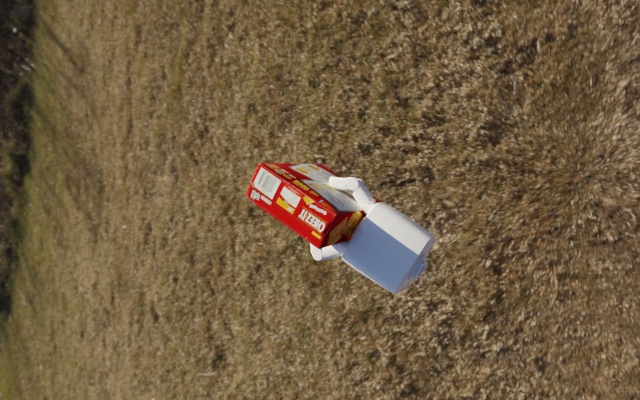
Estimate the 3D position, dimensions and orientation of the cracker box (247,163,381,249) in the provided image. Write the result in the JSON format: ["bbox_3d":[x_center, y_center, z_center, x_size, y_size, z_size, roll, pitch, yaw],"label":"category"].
[{"bbox_3d":[0.000,0.003,0.831,0.164,0.072,0.213,34,18,23],"label":"cracker box"}]
